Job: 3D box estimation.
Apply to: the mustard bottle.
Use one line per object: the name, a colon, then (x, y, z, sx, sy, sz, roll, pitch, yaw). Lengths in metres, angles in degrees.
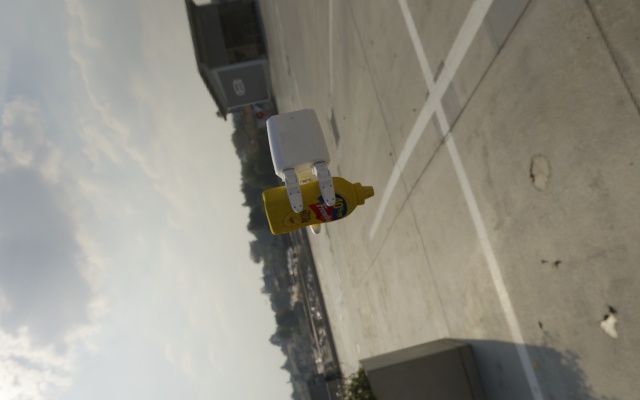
mustard bottle: (0.000, 0.003, 0.840, 0.191, 0.058, 0.096, -13, -41, -4)
